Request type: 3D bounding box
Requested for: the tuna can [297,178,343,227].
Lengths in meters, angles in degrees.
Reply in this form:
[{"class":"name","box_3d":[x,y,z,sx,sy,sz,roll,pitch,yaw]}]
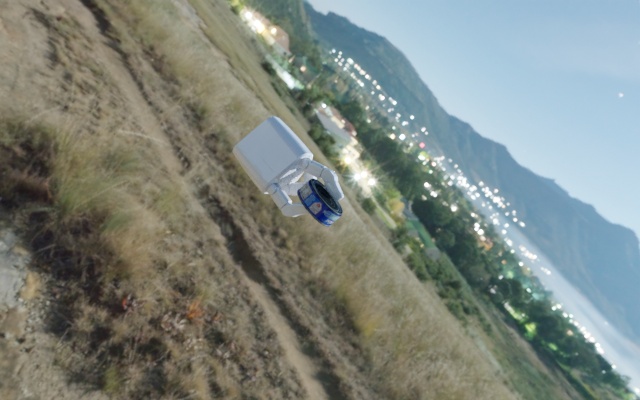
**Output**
[{"class":"tuna can","box_3d":[0.001,0.002,0.841,0.034,0.086,0.086,-41,-13,15]}]
